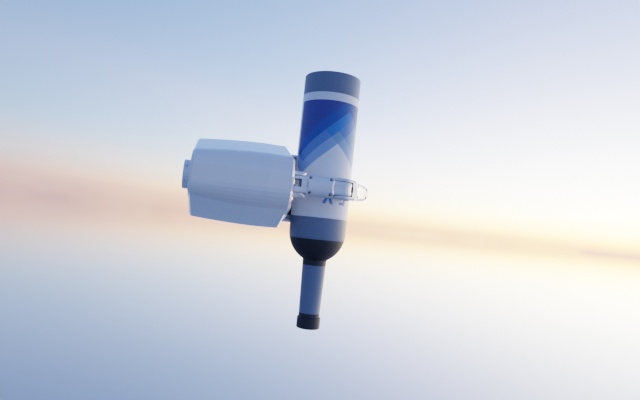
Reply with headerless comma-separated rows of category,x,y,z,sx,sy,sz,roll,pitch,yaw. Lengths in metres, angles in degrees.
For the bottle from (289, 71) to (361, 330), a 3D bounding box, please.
bottle,0.000,0.002,0.563,0.069,0.295,0.069,6,-3,0
